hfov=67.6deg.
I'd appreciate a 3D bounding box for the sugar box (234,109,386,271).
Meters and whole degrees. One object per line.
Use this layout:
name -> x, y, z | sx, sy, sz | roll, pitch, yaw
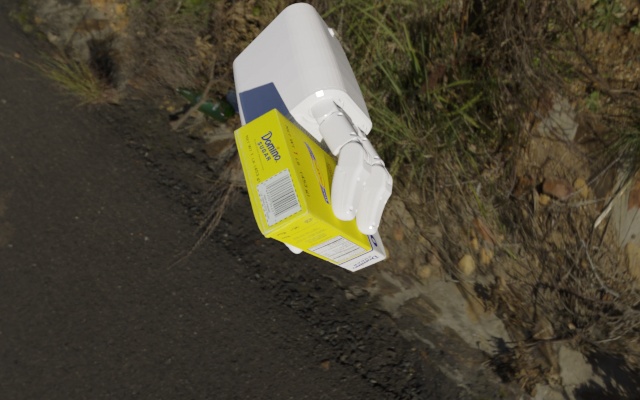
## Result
sugar box -> 0.000, 0.001, 0.417 | 0.048, 0.093, 0.176 | -26, -25, 19
